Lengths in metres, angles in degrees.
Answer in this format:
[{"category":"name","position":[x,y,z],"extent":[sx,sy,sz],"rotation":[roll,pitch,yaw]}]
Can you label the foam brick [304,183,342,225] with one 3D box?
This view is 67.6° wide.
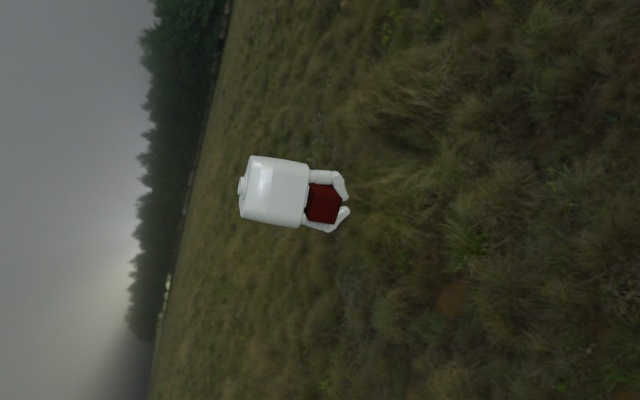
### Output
[{"category":"foam brick","position":[0.000,0.003,0.857],"extent":[0.051,0.053,0.078],"rotation":[10,18,-16]}]
